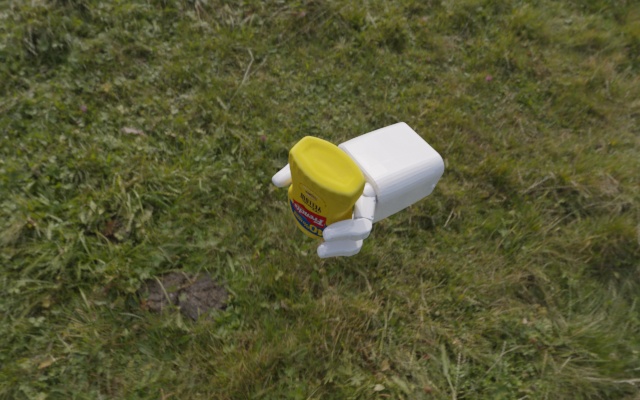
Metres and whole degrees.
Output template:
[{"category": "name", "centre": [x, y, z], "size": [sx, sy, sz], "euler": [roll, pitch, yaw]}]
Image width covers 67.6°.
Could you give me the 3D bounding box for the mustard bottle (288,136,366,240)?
[{"category": "mustard bottle", "centre": [0.000, 0.002, 0.629], "size": [0.096, 0.058, 0.192], "euler": [37, -25, 13]}]
